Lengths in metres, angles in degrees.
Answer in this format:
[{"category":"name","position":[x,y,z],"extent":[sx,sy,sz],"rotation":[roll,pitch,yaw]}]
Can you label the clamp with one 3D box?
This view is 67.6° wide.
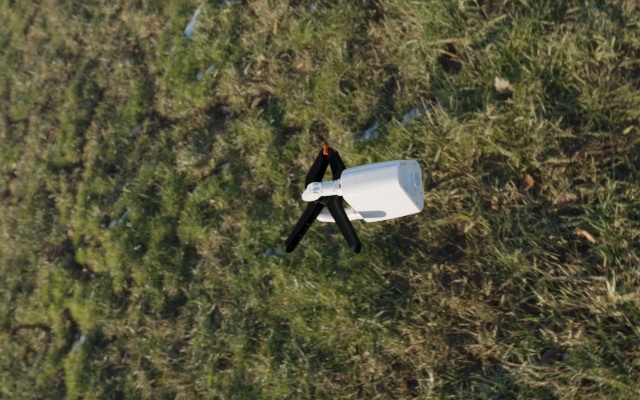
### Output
[{"category":"clamp","position":[0.000,0.002,0.883],"extent":[0.164,0.210,0.036],"rotation":[-11,-19,32]}]
